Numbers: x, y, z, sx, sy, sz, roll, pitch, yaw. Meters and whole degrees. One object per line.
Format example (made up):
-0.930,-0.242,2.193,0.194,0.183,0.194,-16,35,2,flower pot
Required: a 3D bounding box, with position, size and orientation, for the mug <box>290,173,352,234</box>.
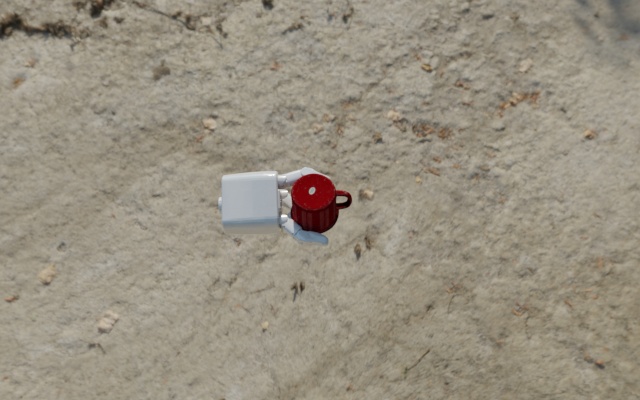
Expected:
0.002,0.003,0.879,0.117,0.093,0.081,-3,-29,-1,mug
